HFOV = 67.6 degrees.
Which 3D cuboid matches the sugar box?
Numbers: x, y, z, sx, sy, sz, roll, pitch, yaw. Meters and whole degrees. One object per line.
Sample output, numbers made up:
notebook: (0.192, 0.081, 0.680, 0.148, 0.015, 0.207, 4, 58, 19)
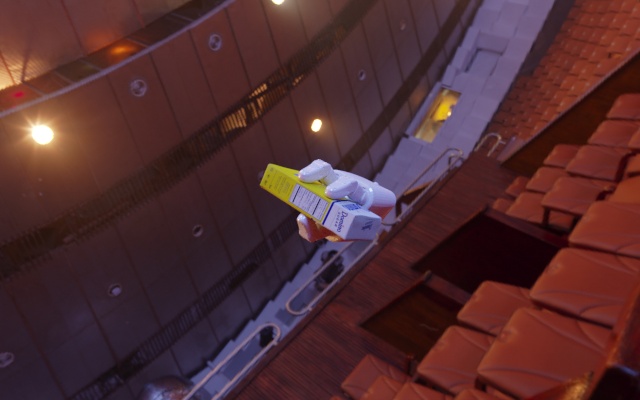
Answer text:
sugar box: (0.000, 0.002, 0.733, 0.176, 0.048, 0.093, 28, 10, 30)
